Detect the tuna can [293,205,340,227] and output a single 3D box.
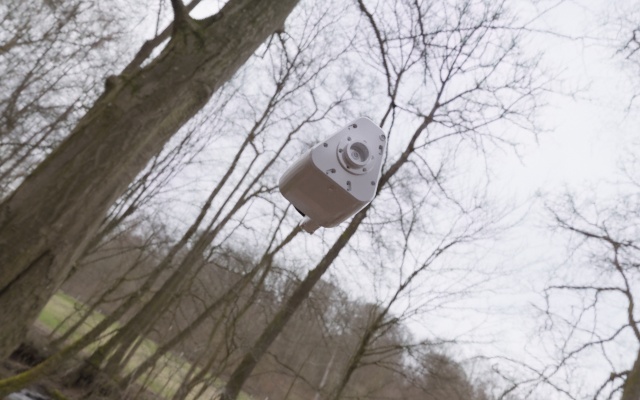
[{"bbox_3d":[0.000,0.002,0.731,0.086,0.033,0.086,22,-31,14],"label":"tuna can"}]
